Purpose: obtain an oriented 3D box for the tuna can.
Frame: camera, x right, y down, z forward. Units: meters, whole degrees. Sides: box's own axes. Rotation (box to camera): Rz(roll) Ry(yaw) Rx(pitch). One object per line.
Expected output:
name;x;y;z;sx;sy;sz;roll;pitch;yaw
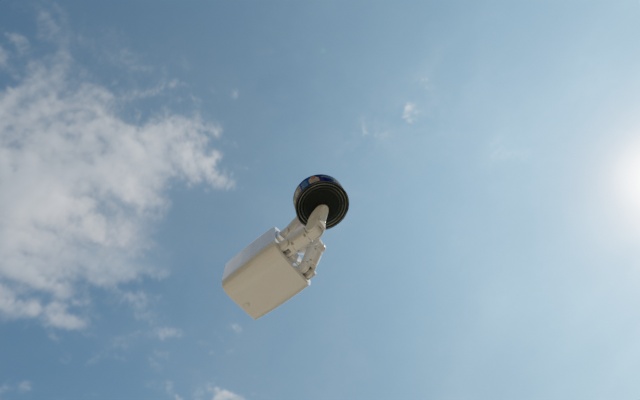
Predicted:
tuna can;0.000;0.002;0.757;0.086;0.086;0.033;0;26;-13
